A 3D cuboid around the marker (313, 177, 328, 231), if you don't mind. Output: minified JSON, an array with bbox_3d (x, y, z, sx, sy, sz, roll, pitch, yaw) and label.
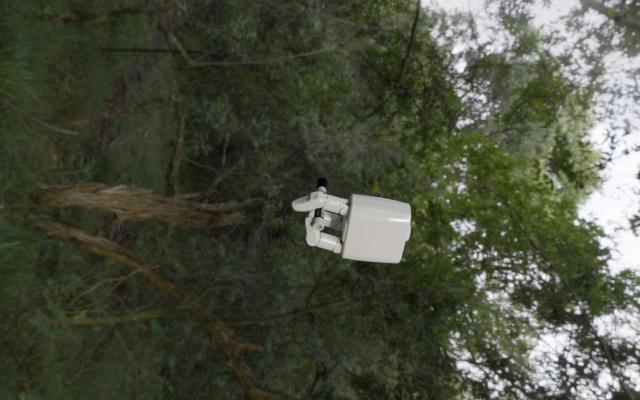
[{"bbox_3d":[0.000,0.003,0.840,0.020,0.020,0.121,3,45,3],"label":"marker"}]
